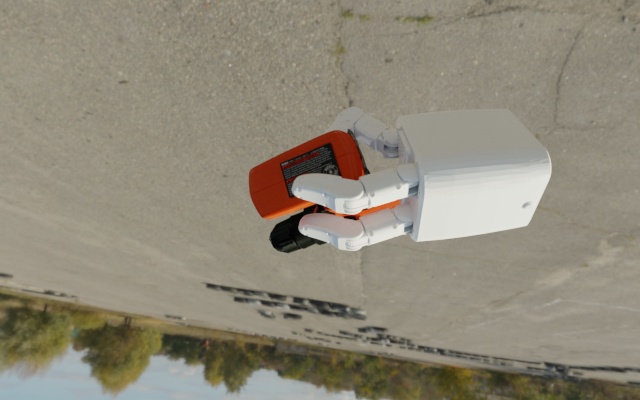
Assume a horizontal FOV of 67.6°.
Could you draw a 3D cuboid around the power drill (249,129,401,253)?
[{"bbox_3d":[0.000,0.001,0.502,0.184,0.057,0.188,-24,-18,13],"label":"power drill"}]
